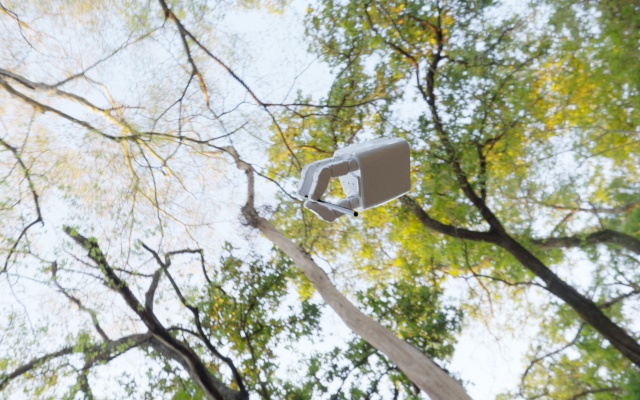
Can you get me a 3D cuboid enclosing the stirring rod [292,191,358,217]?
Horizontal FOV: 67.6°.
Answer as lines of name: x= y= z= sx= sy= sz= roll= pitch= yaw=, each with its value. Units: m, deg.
stirring rod: x=0.000 y=0.003 z=0.768 sx=0.011 sy=0.011 sz=0.239 roll=0 pitch=8 yaw=-24
